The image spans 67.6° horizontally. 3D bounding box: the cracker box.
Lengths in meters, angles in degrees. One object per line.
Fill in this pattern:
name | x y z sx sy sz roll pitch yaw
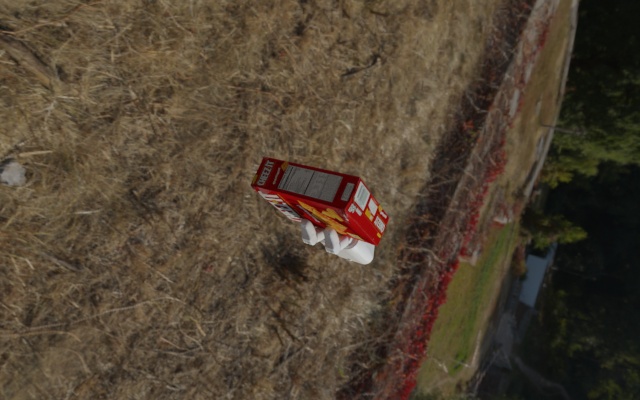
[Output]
cracker box | 0.000 0.003 0.891 0.213 0.072 0.164 14 -19 33
